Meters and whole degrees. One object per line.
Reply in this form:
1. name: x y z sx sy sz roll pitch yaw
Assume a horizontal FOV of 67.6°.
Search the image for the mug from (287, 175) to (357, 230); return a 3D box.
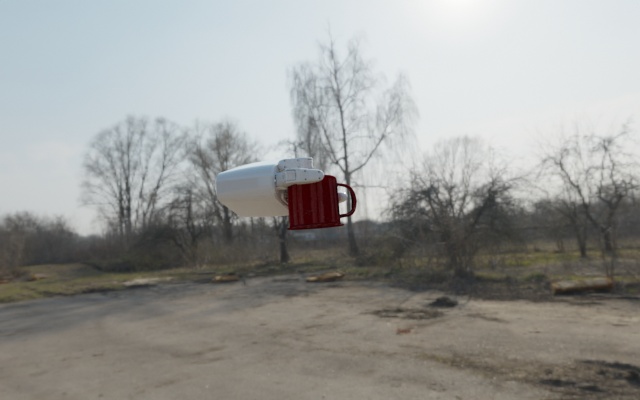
1. mug: 0.001 0.002 0.768 0.117 0.081 0.093 -6 -6 15
